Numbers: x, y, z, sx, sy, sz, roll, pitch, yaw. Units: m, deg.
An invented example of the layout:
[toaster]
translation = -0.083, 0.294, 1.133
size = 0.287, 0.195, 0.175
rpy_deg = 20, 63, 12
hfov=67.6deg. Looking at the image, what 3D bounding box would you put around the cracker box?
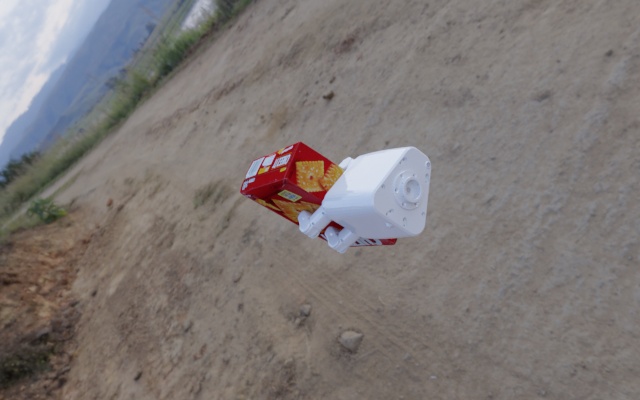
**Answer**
[cracker box]
translation = 0.000, 0.002, 0.757
size = 0.214, 0.072, 0.164
rpy_deg = 32, -21, -26
